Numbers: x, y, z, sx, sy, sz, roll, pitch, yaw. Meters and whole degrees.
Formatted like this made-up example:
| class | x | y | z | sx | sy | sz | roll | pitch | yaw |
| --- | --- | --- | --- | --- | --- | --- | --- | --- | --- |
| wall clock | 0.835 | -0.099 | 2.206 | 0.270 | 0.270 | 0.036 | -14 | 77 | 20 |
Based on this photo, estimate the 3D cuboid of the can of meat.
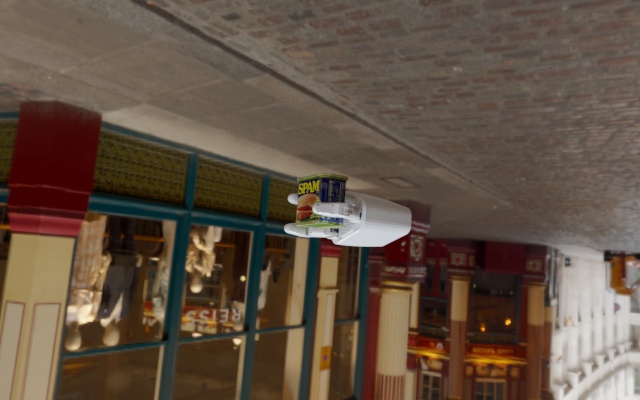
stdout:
| class | x | y | z | sx | sy | sz | roll | pitch | yaw |
| --- | --- | --- | --- | --- | --- | --- | --- | --- | --- |
| can of meat | 0.000 | 0.003 | 0.820 | 0.057 | 0.084 | 0.102 | 8 | -9 | -32 |
